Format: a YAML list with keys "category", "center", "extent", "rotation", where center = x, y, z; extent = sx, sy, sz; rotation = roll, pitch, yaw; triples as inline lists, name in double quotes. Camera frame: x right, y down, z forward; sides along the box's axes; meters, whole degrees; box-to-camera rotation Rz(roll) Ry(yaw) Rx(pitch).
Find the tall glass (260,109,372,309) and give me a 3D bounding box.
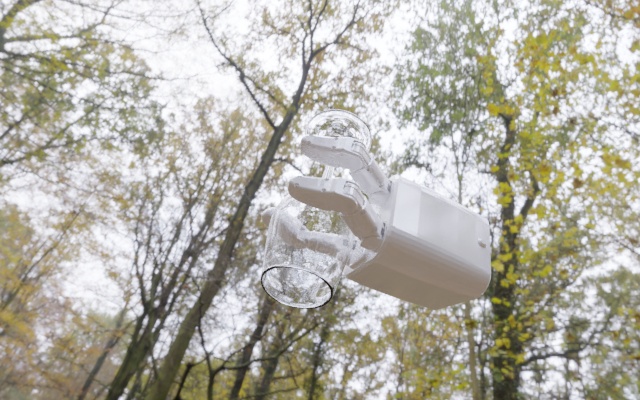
- category: "tall glass"
  center: [0.000, 0.001, 0.458]
  extent: [0.079, 0.201, 0.079]
  rotation: [9, -43, 8]
